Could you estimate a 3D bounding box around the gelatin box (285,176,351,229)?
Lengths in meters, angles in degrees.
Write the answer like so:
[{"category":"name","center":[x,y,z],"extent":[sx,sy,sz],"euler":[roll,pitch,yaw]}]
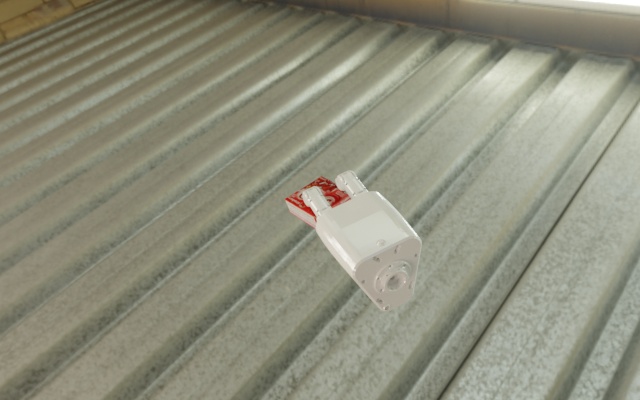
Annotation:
[{"category":"gelatin box","center":[0.000,0.003,0.719],"extent":[0.073,0.030,0.089],"euler":[-33,33,-20]}]
